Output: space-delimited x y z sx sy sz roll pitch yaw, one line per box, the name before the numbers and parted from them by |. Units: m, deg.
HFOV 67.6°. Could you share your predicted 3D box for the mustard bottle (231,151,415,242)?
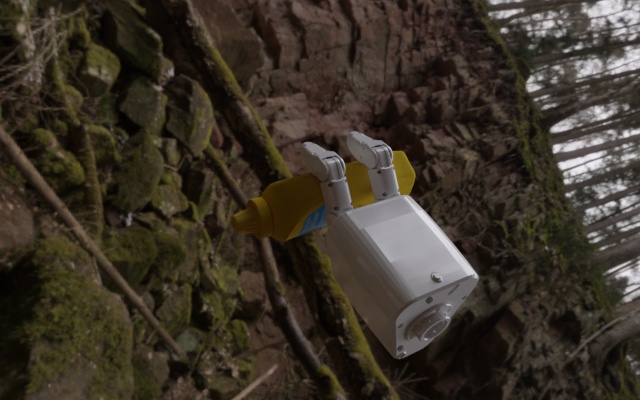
mustard bottle | 0.000 0.001 0.501 0.191 0.058 0.096 -16 -18 -26
